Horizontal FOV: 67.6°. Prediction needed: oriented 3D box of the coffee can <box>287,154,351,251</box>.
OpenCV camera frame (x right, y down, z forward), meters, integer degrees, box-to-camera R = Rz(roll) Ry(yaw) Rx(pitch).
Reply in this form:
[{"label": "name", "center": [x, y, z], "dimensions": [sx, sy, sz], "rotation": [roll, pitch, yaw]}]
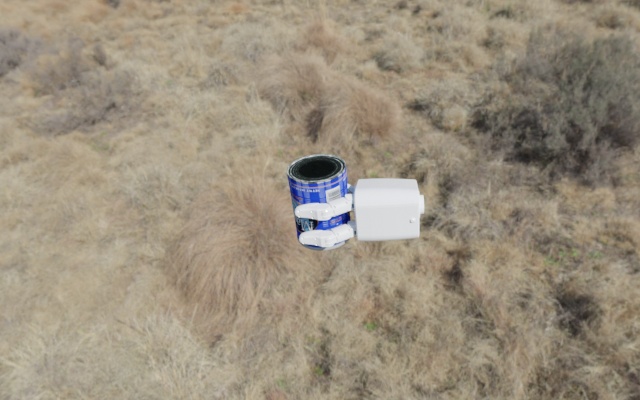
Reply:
[{"label": "coffee can", "center": [0.000, 0.003, 0.847], "dimensions": [0.103, 0.140, 0.102], "rotation": [-5, 31, 3]}]
